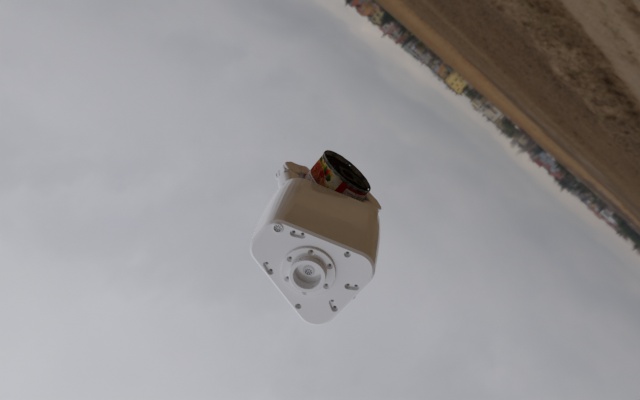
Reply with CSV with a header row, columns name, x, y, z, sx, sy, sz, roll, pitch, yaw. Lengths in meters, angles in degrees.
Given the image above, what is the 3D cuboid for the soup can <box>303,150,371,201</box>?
name,x,y,z,sx,sy,sz,roll,pitch,yaw
soup can,0.000,0.002,0.555,0.068,0.102,0.068,35,22,-16
